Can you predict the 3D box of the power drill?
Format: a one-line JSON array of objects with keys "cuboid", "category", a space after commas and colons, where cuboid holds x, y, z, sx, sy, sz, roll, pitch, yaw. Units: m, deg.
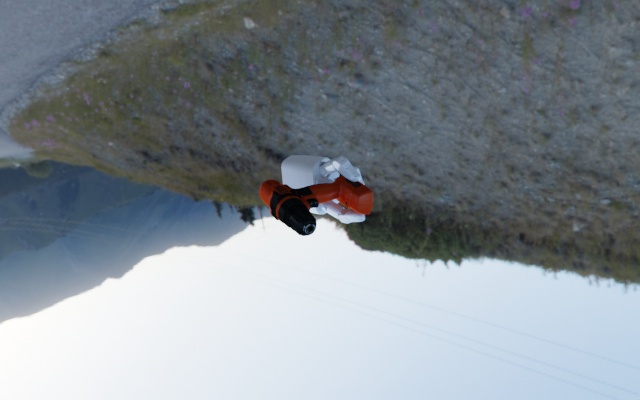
[{"cuboid": [0.000, 0.003, 0.879, 0.187, 0.057, 0.184, -6, 27, -28], "category": "power drill"}]
